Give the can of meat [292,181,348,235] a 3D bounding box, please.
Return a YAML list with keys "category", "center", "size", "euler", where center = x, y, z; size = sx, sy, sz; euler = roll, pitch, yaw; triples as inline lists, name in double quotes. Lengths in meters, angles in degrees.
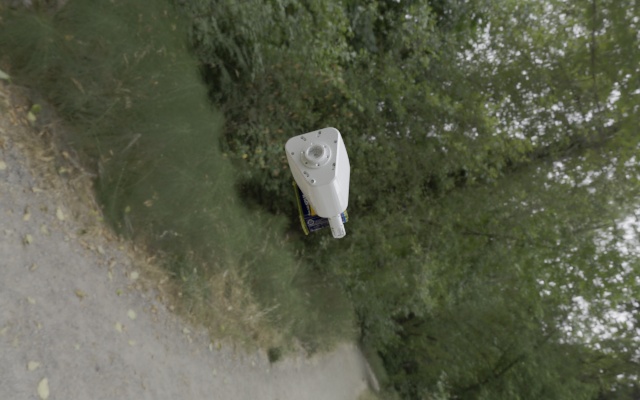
- category: "can of meat"
  center: [0.000, 0.003, 0.889]
  size: [0.084, 0.102, 0.057]
  euler: [-15, -32, 3]
